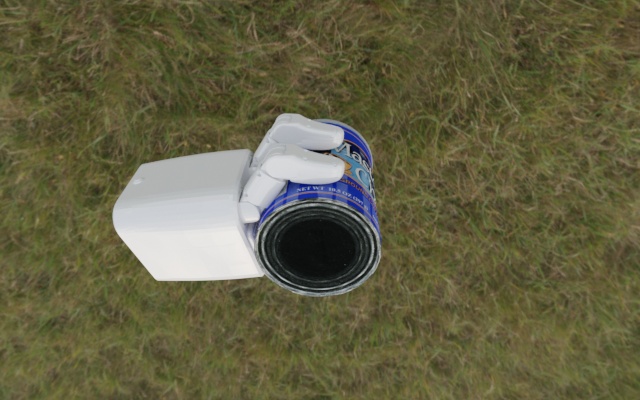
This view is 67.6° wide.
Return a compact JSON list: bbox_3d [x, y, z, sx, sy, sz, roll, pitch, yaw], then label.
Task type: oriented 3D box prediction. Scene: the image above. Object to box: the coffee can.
[{"bbox_3d":[0.000,0.001,0.438,0.103,0.103,0.140,0,35,2],"label":"coffee can"}]
